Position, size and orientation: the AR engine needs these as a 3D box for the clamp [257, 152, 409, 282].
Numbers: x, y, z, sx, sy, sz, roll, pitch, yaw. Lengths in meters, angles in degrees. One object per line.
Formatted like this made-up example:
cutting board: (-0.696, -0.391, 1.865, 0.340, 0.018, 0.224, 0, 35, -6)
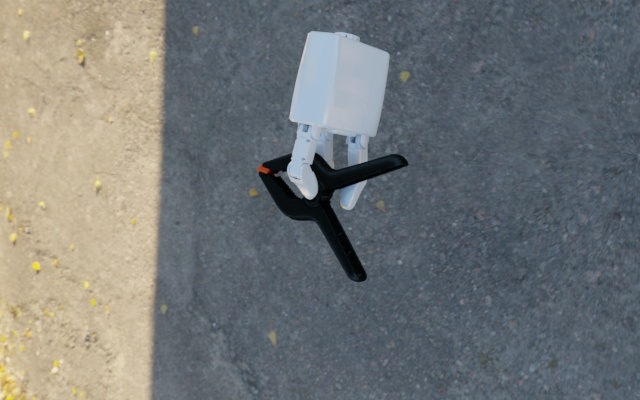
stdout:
clamp: (-0.001, 0.002, 0.623, 0.210, 0.164, 0.036, 17, 8, 31)
